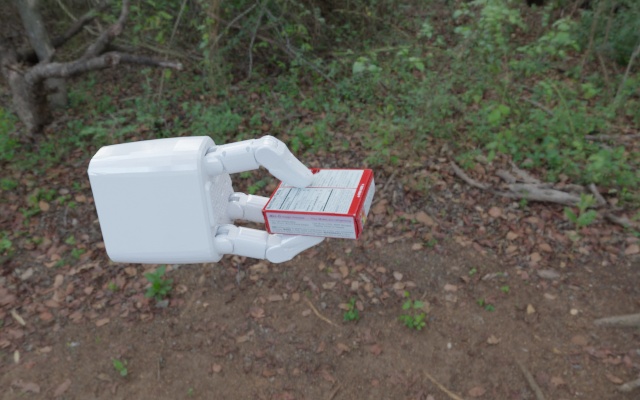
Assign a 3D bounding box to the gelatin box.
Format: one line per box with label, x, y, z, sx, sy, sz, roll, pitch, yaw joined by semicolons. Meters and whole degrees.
gelatin box;0.000;0.001;0.442;0.089;0.030;0.073;1;35;19
